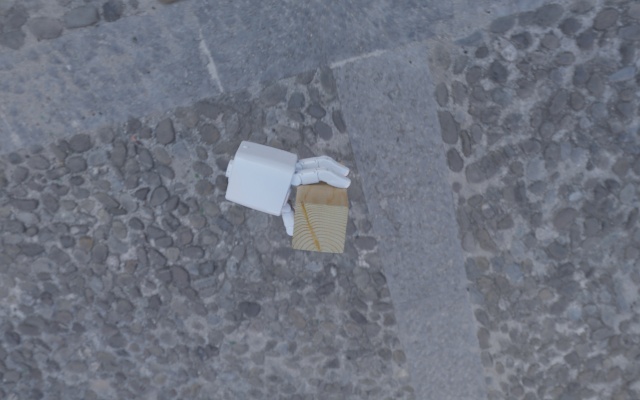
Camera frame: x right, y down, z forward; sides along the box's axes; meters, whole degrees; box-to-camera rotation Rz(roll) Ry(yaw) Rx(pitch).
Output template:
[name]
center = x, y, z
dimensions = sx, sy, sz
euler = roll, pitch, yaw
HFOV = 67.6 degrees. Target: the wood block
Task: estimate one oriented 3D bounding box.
[wood block]
center = 0.000, 0.003, 0.883
dimensions = 0.090, 0.091, 0.206
euler = 5, 25, -2
